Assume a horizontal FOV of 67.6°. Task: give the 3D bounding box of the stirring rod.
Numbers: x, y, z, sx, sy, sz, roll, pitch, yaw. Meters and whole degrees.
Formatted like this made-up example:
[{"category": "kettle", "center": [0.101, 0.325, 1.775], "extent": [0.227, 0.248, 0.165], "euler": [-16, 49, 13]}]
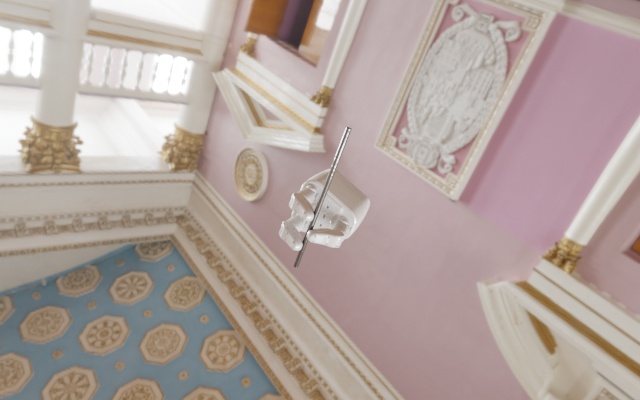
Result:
[{"category": "stirring rod", "center": [0.000, 0.002, 0.711], "extent": [0.011, 0.240, 0.011], "euler": [17, 24, -8]}]
